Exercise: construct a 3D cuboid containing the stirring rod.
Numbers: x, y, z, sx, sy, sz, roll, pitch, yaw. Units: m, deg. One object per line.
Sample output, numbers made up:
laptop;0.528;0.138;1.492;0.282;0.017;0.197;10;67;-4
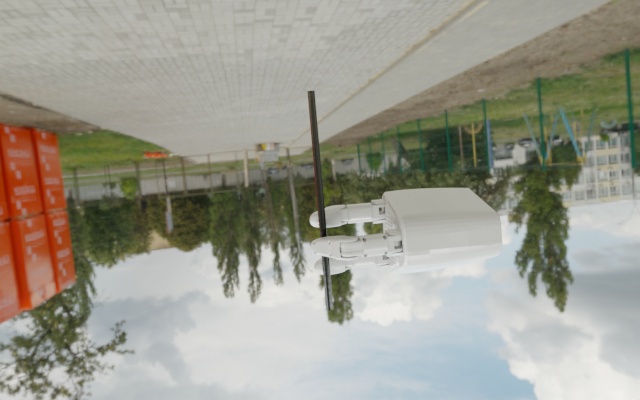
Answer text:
stirring rod;0.000;0.002;0.524;0.011;0.239;0.011;-5;4;0
